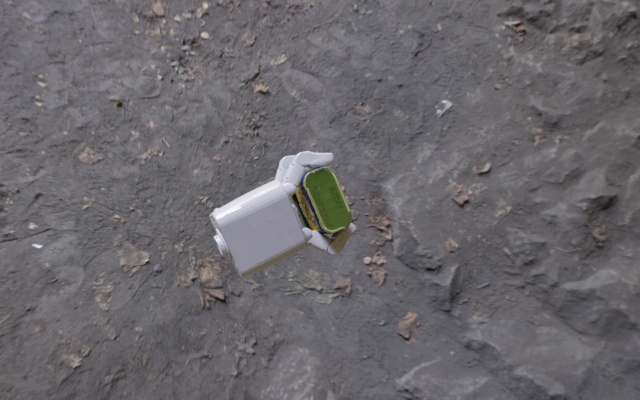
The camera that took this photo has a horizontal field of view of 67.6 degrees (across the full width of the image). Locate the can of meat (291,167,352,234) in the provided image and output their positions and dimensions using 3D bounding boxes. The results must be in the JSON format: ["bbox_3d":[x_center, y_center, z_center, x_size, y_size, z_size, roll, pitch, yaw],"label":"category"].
[{"bbox_3d":[0.000,0.002,0.726,0.057,0.102,0.084,-24,3,-17],"label":"can of meat"}]
